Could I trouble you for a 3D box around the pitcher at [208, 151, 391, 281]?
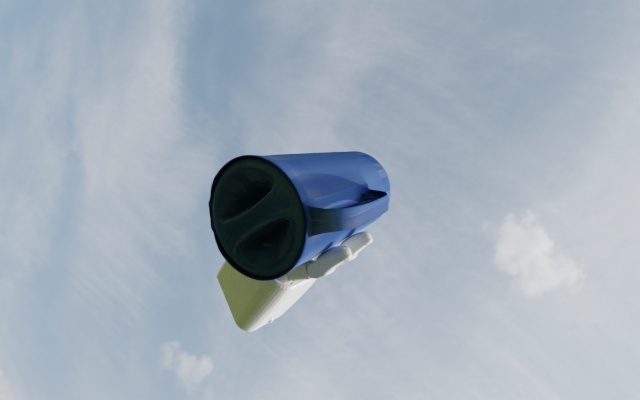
[{"bbox_3d":[0.000,0.002,0.585,0.149,0.145,0.243,47,30,17],"label":"pitcher"}]
